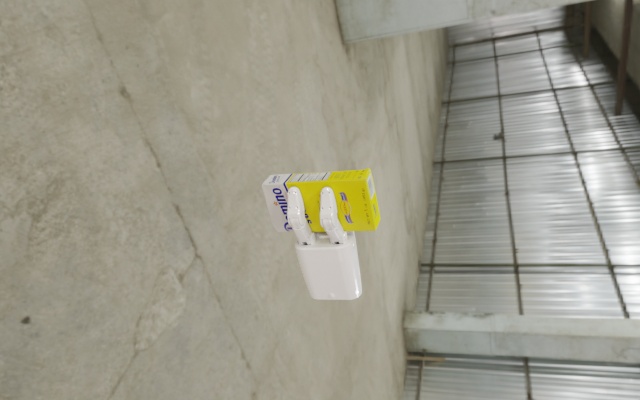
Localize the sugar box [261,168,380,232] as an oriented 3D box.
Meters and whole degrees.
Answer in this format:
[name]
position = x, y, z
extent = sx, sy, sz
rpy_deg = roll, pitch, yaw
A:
[sugar box]
position = 0.000, 0.003, 0.762
extent = 0.176, 0.093, 0.048
rpy_deg = -4, 26, 20
